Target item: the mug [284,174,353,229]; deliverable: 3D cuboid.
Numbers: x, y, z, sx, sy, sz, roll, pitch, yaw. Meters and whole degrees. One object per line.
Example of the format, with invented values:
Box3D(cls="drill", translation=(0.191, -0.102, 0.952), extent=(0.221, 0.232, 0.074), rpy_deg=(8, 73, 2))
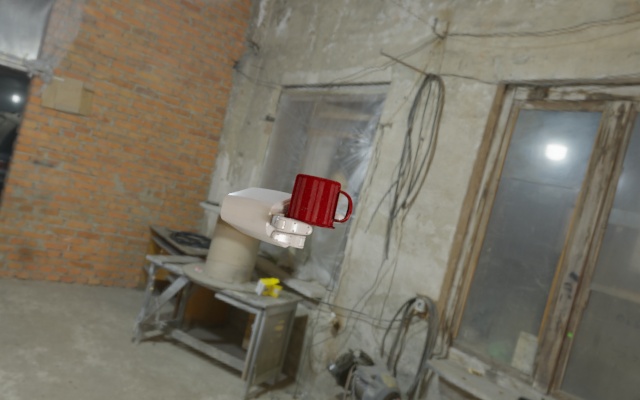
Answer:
Box3D(cls="mug", translation=(0.001, 0.003, 0.830), extent=(0.117, 0.081, 0.093), rpy_deg=(13, 0, 23))
